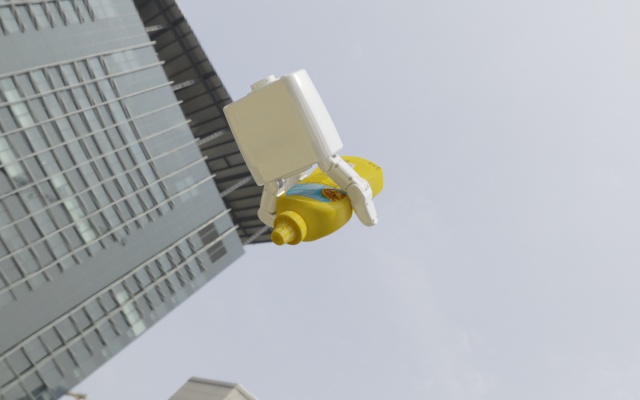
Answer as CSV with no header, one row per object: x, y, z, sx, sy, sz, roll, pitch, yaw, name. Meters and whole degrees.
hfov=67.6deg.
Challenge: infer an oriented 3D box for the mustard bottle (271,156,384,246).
0.000,0.002,0.607,0.096,0.058,0.191,12,31,30,mustard bottle
